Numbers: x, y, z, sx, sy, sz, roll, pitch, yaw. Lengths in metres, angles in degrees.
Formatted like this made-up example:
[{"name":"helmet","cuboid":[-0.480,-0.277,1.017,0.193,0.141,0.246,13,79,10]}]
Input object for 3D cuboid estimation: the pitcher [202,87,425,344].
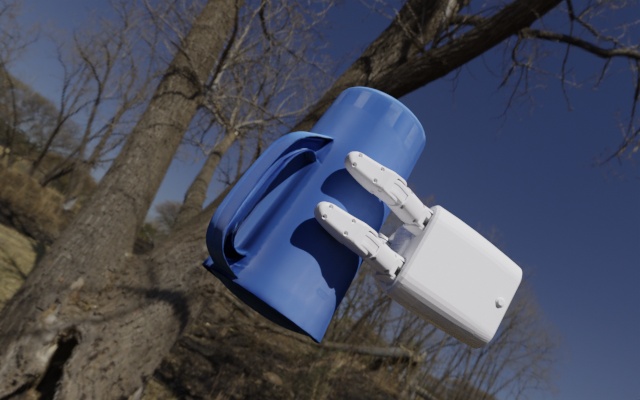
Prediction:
[{"name":"pitcher","cuboid":[0.000,0.002,0.473,0.145,0.242,0.149,35,-16,-4]}]
